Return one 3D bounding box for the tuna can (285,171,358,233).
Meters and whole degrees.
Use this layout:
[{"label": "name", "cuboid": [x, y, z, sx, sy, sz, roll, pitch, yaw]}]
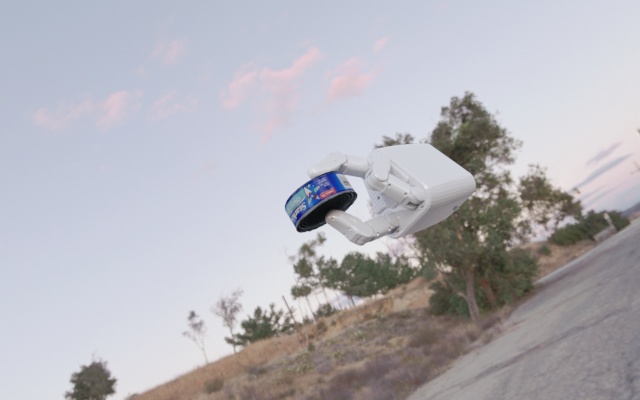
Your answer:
[{"label": "tuna can", "cuboid": [0.000, 0.001, 0.578, 0.086, 0.033, 0.086, -29, -18, -10]}]
